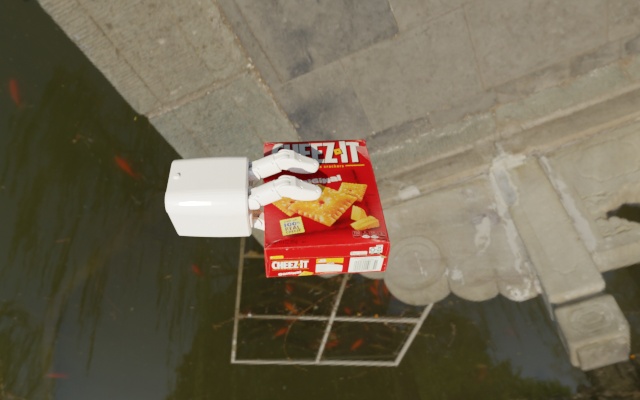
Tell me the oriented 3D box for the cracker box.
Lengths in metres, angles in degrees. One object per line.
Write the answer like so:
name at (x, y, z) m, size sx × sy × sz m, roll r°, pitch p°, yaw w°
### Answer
cracker box at (0.000, 0.003, 0.689) m, size 0.164 × 0.213 × 0.072 m, roll -2°, pitch -43°, yaw -5°
